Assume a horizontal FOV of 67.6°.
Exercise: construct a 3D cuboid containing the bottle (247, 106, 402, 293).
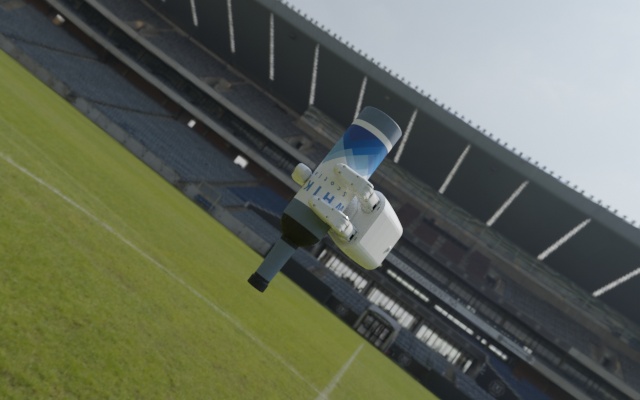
[{"bbox_3d":[0.000,0.002,0.668,0.069,0.295,0.069,37,-7,5],"label":"bottle"}]
